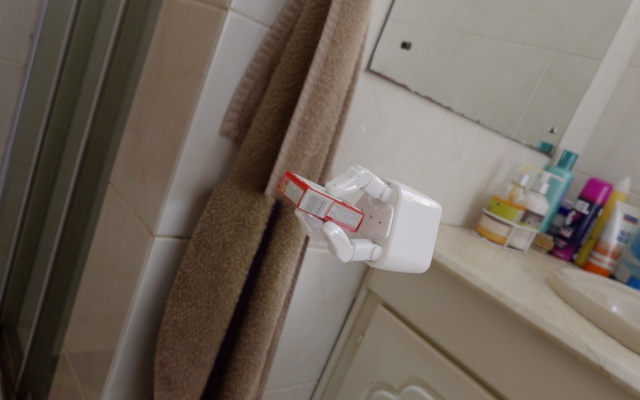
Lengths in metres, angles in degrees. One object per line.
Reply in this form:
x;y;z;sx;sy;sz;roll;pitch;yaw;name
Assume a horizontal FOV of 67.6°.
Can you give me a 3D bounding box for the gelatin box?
0.000;0.001;0.578;0.089;0.030;0.073;25;7;-30;gelatin box
